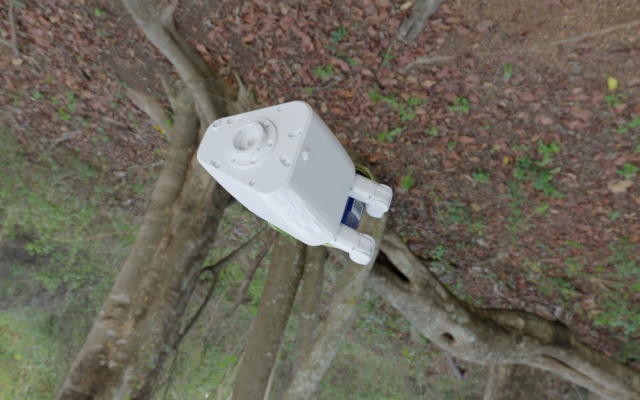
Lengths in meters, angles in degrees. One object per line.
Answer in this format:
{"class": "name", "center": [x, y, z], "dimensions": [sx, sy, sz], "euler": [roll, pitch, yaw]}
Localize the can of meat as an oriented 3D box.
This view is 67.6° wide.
{"class": "can of meat", "center": [0.000, 0.002, 0.538], "dimensions": [0.102, 0.084, 0.057], "euler": [10, -20, 24]}
